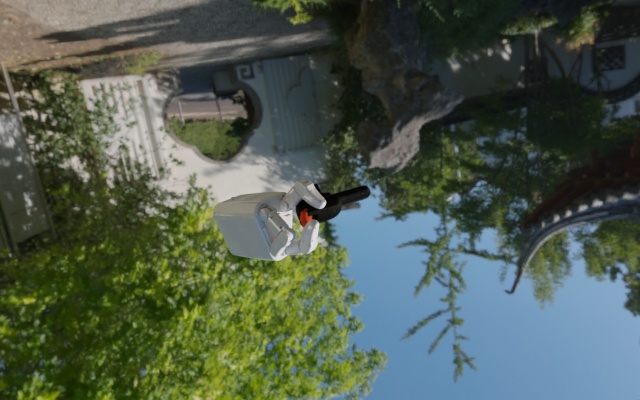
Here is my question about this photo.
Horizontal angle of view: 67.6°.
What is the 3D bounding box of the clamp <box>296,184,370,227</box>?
[{"bbox_3d":[0.000,0.003,0.850,0.120,0.039,0.171,0,16,35],"label":"clamp"}]
